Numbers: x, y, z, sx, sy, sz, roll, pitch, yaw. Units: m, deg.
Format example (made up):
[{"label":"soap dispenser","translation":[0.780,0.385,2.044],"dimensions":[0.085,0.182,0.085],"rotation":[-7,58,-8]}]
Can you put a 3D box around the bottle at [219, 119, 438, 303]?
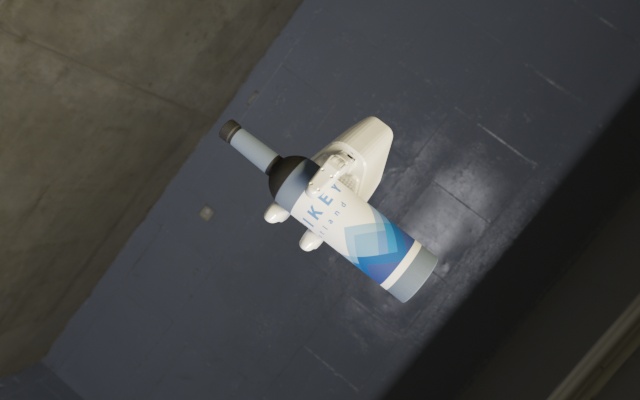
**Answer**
[{"label":"bottle","translation":[0.000,0.002,0.567],"dimensions":[0.295,0.069,0.069],"rotation":[38,5,6]}]
